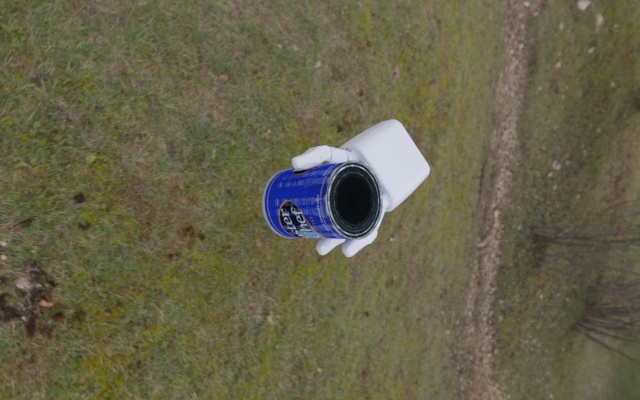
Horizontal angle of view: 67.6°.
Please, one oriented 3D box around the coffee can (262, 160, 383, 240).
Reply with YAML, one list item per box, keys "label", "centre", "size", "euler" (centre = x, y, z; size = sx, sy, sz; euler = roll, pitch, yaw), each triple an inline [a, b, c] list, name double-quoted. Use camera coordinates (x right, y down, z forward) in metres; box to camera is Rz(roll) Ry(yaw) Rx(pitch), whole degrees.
- label: "coffee can"
  centre: [0.000, 0.002, 0.658]
  size: [0.103, 0.103, 0.140]
  euler: [0, -2, -40]
